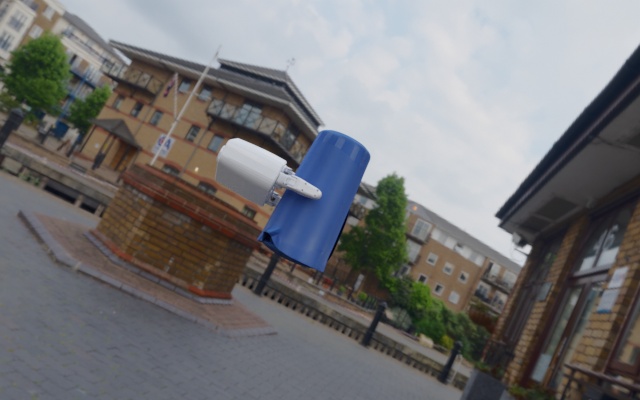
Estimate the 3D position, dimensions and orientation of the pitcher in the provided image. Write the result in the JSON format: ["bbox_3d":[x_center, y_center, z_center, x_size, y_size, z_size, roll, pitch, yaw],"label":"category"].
[{"bbox_3d":[0.000,0.003,0.880,0.145,0.243,0.149,27,-7,-5],"label":"pitcher"}]
